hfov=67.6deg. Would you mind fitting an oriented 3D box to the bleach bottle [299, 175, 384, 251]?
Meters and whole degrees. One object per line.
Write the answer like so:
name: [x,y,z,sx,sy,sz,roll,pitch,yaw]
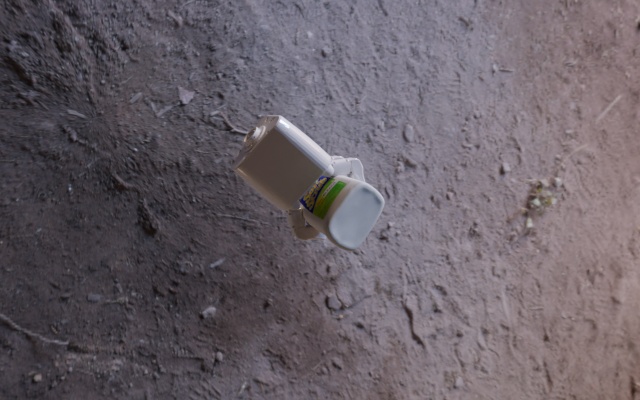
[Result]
bleach bottle: [0.000,0.003,0.783,0.068,0.102,0.251,38,-8,-26]
